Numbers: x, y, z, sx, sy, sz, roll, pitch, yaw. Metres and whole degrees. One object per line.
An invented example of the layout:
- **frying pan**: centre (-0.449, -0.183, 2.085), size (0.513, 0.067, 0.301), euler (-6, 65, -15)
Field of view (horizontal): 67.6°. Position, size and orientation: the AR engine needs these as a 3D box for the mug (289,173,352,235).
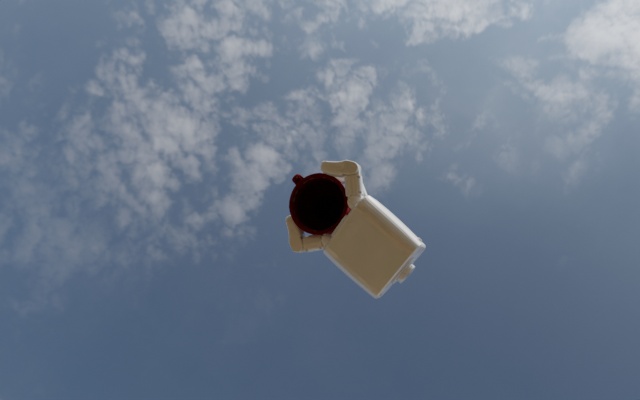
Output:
- **mug**: centre (-0.001, 0.002, 0.751), size (0.117, 0.093, 0.081), euler (43, 6, 18)
